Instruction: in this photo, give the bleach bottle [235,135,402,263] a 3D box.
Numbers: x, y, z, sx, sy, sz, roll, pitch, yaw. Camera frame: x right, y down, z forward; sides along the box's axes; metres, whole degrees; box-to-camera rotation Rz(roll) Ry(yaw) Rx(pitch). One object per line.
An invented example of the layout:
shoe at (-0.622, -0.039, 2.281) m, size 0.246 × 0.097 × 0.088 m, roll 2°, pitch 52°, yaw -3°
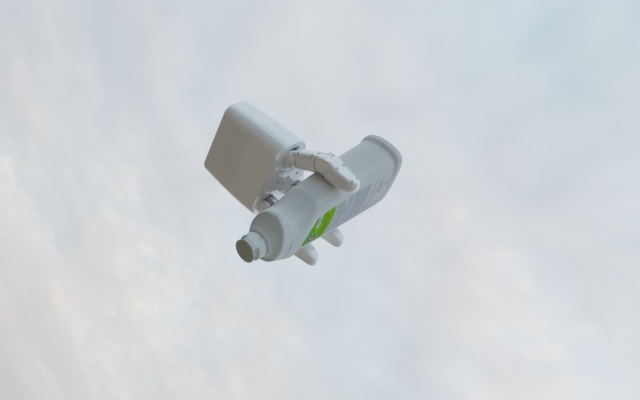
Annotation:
bleach bottle at (0.000, 0.002, 0.589) m, size 0.068 × 0.103 × 0.250 m, roll 39°, pitch 43°, yaw 21°
